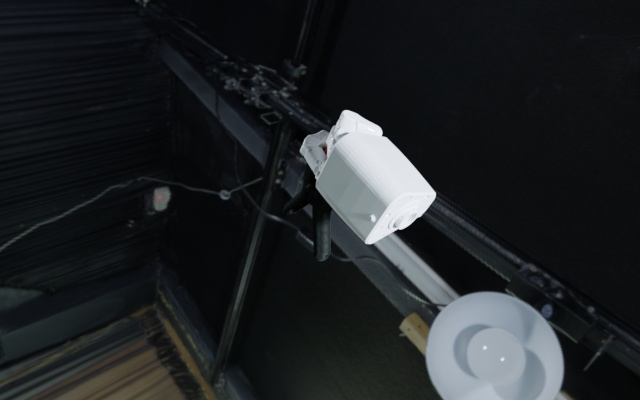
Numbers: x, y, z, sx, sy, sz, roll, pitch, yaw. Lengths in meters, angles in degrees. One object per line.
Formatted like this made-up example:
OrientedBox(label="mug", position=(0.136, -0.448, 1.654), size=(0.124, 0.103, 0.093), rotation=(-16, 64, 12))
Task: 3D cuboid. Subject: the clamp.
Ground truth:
OrientedBox(label="clamp", position=(0.001, 0.002, 0.690), size=(0.039, 0.120, 0.172), rotation=(-16, -33, -36))
